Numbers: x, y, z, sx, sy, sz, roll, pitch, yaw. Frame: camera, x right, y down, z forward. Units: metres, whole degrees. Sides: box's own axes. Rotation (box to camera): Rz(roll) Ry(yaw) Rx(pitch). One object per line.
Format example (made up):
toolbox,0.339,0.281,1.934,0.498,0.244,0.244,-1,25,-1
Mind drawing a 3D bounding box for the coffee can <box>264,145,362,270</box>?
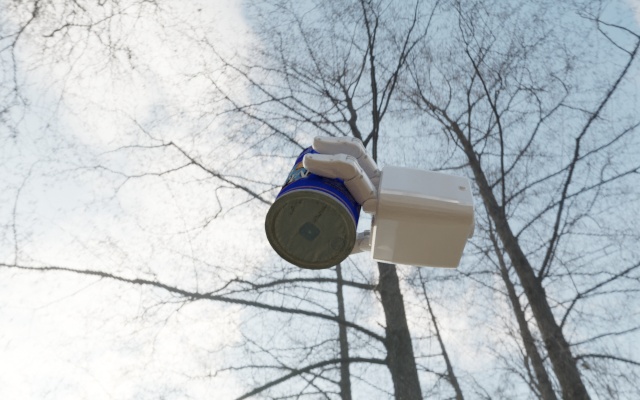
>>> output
coffee can,0.000,0.002,0.581,0.103,0.103,0.140,0,29,12
